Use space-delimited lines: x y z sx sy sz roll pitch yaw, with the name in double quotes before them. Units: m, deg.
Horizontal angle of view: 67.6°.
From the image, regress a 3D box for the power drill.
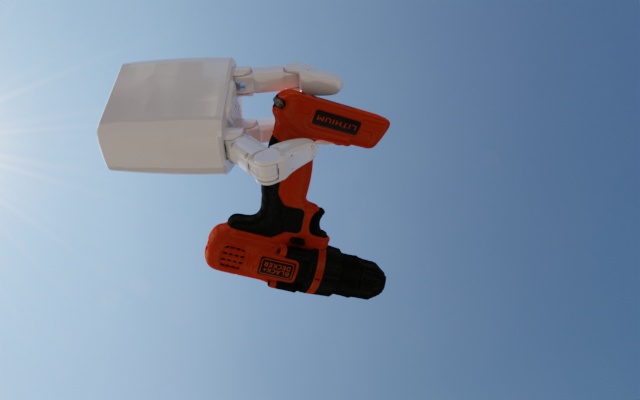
"power drill" 0.000 0.001 0.454 0.184 0.188 0.057 14 13 -16
